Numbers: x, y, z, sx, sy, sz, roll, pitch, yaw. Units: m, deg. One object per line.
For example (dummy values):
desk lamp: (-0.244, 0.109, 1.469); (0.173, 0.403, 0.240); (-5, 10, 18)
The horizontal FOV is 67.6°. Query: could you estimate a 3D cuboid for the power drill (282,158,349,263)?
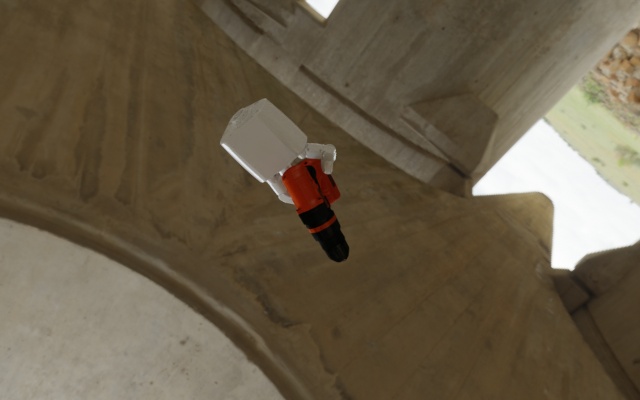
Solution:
power drill: (0.000, 0.002, 0.859); (0.057, 0.184, 0.187); (-25, 16, 10)
